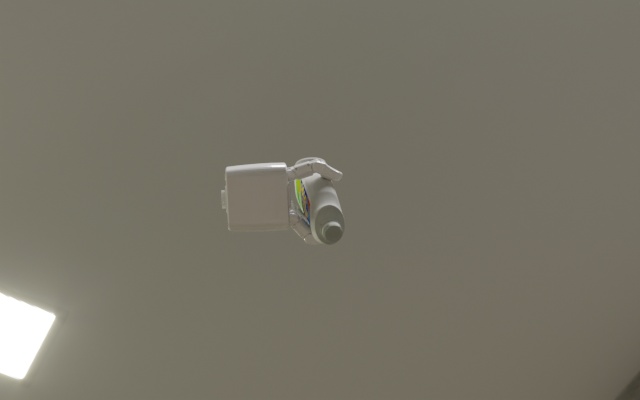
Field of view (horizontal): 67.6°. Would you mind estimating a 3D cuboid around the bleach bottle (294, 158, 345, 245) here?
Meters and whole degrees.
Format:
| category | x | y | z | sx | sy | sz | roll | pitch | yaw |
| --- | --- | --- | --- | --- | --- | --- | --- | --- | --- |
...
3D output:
| category | x | y | z | sx | sy | sz | roll | pitch | yaw |
| --- | --- | --- | --- | --- | --- | --- | --- | --- | --- |
| bleach bottle | 0.000 | 0.003 | 0.848 | 0.068 | 0.103 | 0.250 | -5 | 20 | -8 |
